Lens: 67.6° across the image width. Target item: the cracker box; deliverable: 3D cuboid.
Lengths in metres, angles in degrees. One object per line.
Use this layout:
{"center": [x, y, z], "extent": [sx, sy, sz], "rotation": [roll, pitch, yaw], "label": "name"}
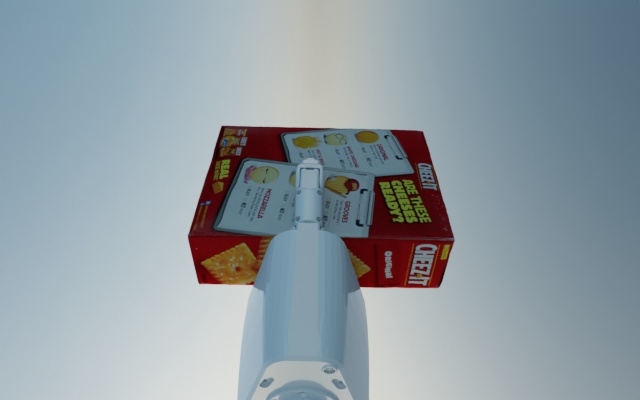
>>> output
{"center": [0.000, 0.001, 0.456], "extent": [0.214, 0.072, 0.164], "rotation": [2, 41, -1], "label": "cracker box"}
